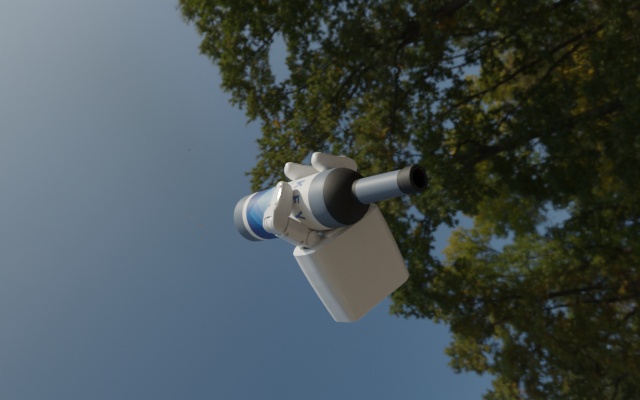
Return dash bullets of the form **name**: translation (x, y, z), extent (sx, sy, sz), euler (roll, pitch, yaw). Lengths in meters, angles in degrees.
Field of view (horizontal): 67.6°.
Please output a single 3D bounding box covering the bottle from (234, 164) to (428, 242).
- **bottle**: translation (0.000, 0.002, 0.562), extent (0.069, 0.069, 0.296), euler (0, -9, -40)
